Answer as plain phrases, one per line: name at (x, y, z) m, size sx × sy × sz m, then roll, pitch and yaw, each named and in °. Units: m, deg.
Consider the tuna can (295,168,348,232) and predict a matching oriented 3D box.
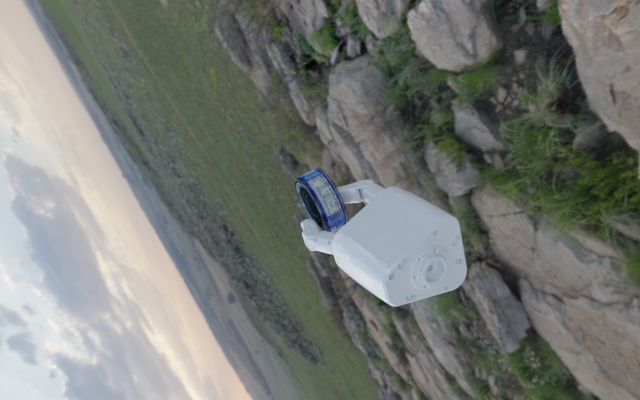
tuna can at (0.000, 0.002, 0.630) m, size 0.034 × 0.086 × 0.086 m, roll -28°, pitch 7°, yaw -14°
